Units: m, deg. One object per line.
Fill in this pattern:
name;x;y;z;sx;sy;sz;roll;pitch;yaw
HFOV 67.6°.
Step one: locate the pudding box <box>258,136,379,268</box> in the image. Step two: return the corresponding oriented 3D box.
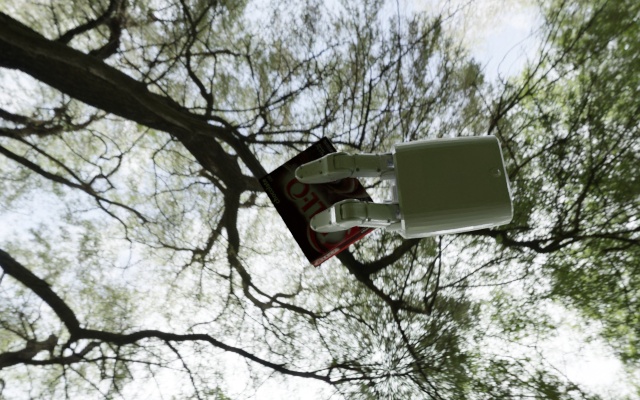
pudding box;0.000;0.002;0.512;0.090;0.113;0.039;-33;-21;-3
